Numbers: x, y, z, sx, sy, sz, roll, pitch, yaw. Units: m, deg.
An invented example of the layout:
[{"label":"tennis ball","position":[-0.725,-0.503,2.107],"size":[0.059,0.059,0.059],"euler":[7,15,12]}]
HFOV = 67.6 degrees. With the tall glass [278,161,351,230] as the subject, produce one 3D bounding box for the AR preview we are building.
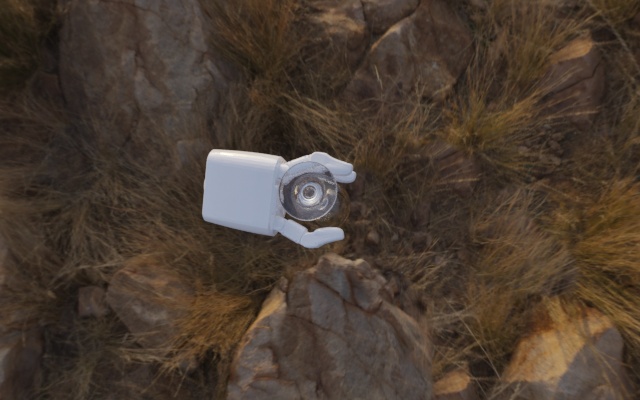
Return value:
[{"label":"tall glass","position":[0.000,0.002,0.683],"size":[0.079,0.079,0.201],"euler":[0,-8,10]}]
